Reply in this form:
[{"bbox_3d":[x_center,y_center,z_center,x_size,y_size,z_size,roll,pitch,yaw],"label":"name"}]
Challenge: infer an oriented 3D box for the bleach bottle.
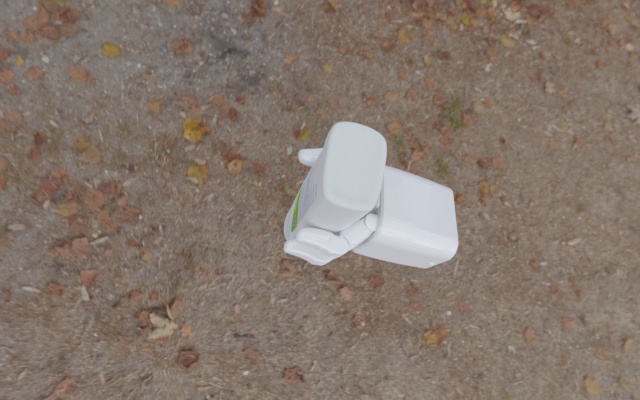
[{"bbox_3d":[0.000,0.002,0.604,0.068,0.102,0.251,16,-22,-12],"label":"bleach bottle"}]
